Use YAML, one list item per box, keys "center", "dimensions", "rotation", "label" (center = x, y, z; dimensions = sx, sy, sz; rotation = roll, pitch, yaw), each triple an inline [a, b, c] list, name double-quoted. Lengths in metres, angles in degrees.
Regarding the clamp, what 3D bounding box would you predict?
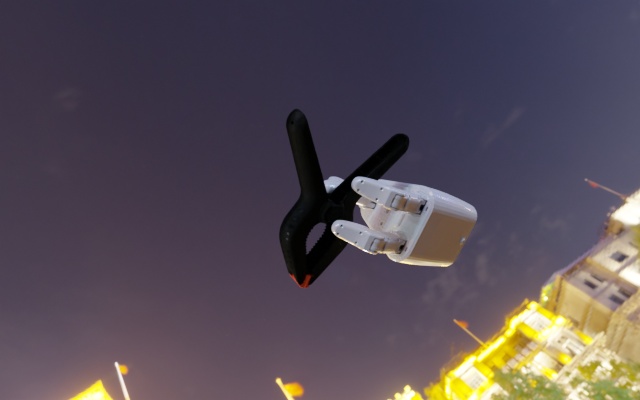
- center: [0.000, 0.002, 0.535]
  dimensions: [0.164, 0.210, 0.036]
  rotation: [14, 18, -39]
  label: "clamp"
